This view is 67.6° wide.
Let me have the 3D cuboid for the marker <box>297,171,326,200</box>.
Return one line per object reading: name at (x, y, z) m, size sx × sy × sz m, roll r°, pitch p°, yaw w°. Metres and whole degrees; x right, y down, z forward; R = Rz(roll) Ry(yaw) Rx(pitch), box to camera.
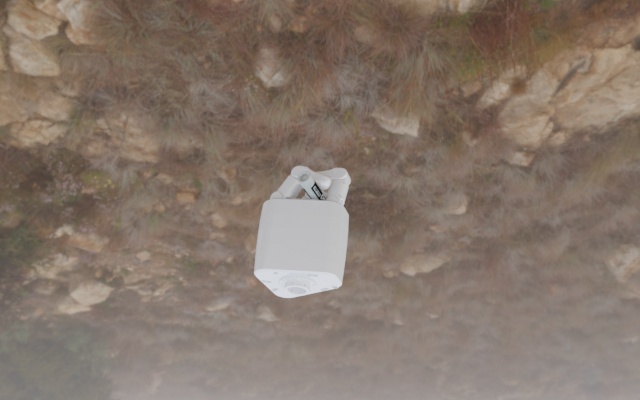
marker at (0.000, 0.002, 0.659) m, size 0.020 × 0.020 × 0.121 m, roll 0°, pitch -33°, yaw 25°
